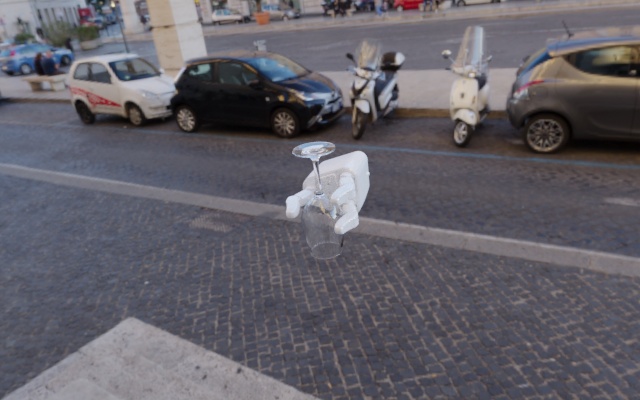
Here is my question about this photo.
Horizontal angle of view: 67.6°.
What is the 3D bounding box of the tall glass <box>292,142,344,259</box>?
[{"bbox_3d":[0.000,0.002,0.846,0.079,0.201,0.079,-6,24,3],"label":"tall glass"}]
